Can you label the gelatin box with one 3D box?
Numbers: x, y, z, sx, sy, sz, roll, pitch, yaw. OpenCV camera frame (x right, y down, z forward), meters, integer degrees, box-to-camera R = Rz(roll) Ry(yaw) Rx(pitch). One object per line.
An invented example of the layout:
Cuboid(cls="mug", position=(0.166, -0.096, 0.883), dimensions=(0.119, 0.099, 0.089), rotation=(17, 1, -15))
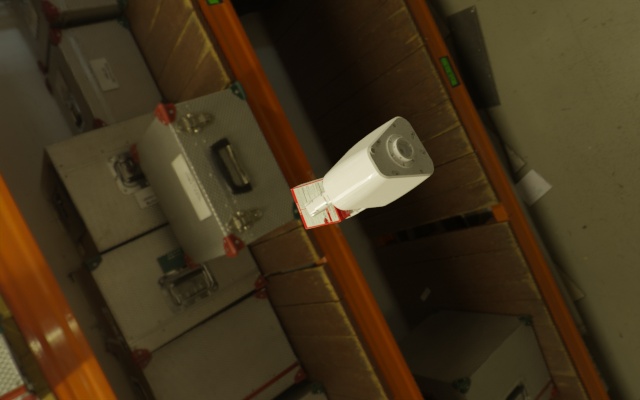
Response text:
Cuboid(cls="gelatin box", position=(0.000, 0.003, 0.778), dimensions=(0.089, 0.073, 0.030), rotation=(-16, 8, 46))
